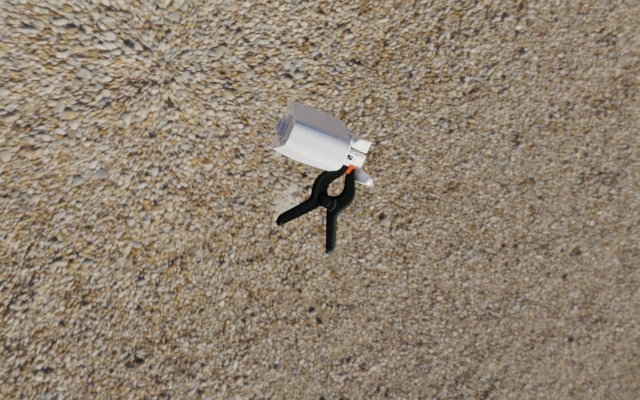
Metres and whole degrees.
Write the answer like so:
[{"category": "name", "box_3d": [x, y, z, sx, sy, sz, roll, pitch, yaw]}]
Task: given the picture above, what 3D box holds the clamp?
[{"category": "clamp", "box_3d": [0.000, 0.003, 0.861, 0.120, 0.171, 0.039, 22, 7, -17]}]
